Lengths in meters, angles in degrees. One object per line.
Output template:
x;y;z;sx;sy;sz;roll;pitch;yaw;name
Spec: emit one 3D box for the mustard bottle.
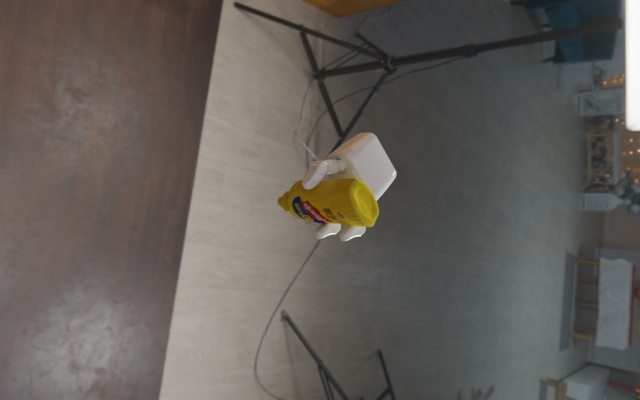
0.000;0.003;0.835;0.191;0.058;0.096;2;-35;39;mustard bottle
